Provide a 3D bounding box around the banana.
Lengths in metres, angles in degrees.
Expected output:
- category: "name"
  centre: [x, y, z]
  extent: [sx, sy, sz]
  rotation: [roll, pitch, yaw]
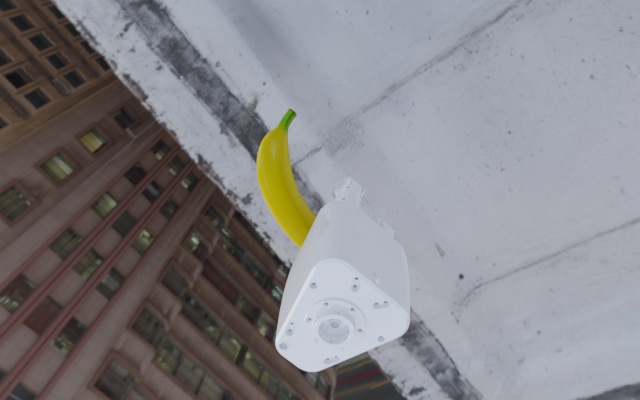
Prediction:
- category: "banana"
  centre: [-0.018, 0.006, 0.513]
  extent: [0.069, 0.198, 0.037]
  rotation: [-24, 13, 8]
